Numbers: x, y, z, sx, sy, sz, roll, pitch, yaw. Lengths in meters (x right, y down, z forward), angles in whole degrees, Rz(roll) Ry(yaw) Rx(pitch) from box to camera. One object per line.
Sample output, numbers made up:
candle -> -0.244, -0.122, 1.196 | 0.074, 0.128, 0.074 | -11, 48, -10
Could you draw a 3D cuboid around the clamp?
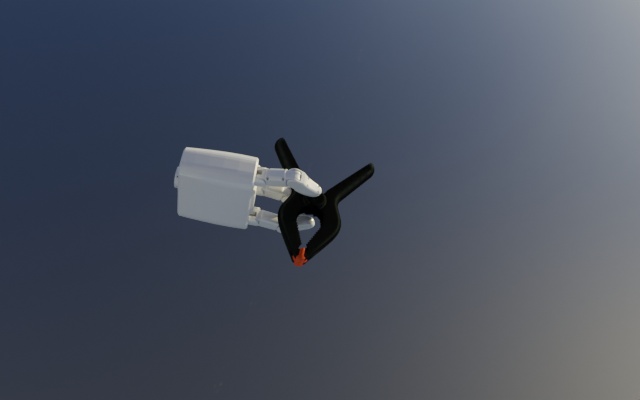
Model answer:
clamp -> 0.000, 0.002, 0.724 | 0.164, 0.209, 0.036 | 9, -32, -6
